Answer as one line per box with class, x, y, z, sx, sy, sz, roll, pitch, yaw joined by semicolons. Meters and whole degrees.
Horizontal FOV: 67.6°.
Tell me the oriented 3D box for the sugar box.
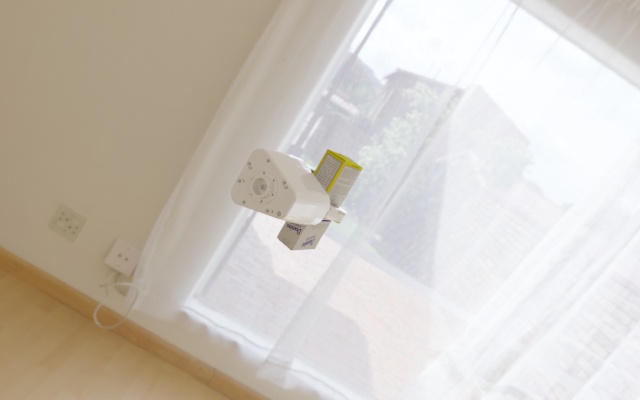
sugar box;0.000;0.002;0.824;0.048;0.176;0.093;38;12;23
